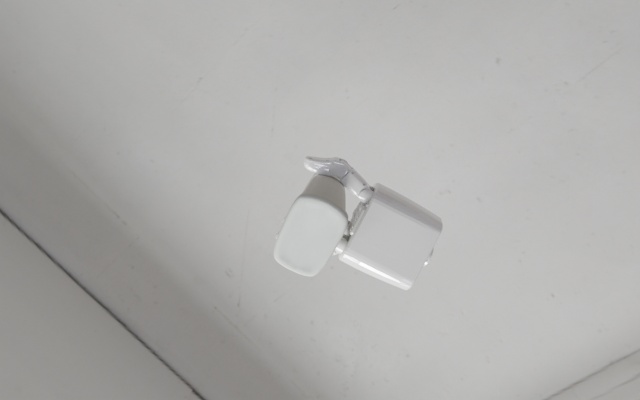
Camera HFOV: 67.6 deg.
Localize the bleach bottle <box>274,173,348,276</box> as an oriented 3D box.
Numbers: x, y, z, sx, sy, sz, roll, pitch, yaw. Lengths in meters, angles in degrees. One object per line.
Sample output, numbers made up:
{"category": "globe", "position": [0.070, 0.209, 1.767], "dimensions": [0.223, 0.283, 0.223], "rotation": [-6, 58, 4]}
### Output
{"category": "bleach bottle", "position": [0.000, 0.002, 0.654], "dimensions": [0.068, 0.102, 0.250], "rotation": [26, 21, -3]}
